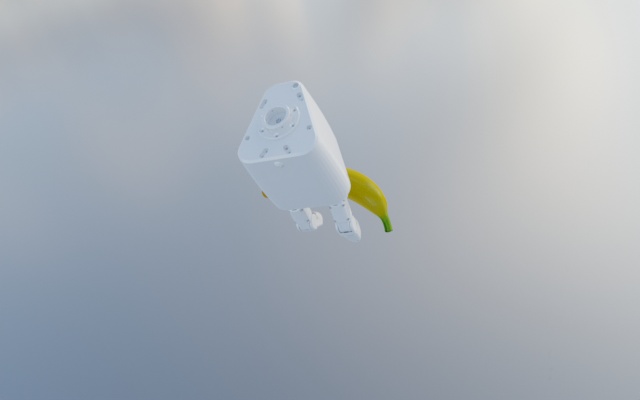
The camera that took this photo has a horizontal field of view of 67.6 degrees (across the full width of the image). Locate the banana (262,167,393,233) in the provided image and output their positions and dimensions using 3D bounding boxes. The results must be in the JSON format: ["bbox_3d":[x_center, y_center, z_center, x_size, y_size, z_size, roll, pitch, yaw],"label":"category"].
[{"bbox_3d":[0.008,-0.015,0.642,0.198,0.069,0.037,16,3,24],"label":"banana"}]
